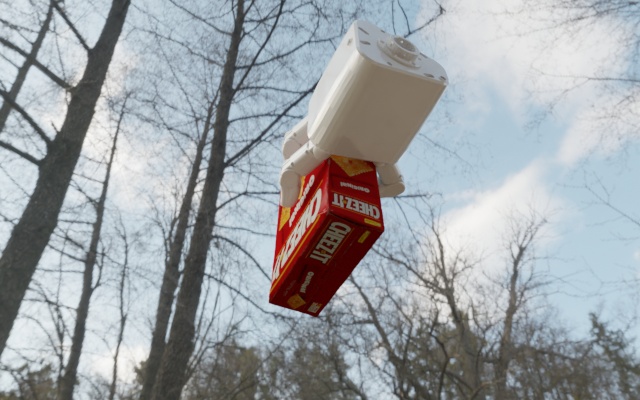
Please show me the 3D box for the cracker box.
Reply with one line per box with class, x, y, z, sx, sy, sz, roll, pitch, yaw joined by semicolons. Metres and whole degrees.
cracker box;0.000;0.002;0.575;0.072;0.164;0.213;19;40;-15
